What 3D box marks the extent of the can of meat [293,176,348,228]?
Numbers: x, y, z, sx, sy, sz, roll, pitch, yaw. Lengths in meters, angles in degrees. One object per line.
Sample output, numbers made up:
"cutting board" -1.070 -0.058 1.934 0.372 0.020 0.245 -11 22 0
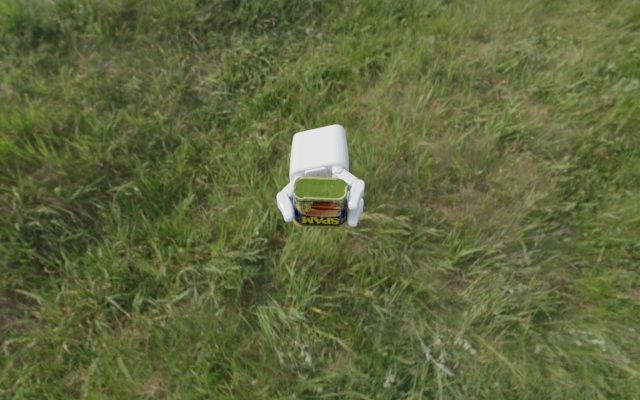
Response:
"can of meat" 0.000 0.003 0.866 0.102 0.057 0.084 2 -37 1
